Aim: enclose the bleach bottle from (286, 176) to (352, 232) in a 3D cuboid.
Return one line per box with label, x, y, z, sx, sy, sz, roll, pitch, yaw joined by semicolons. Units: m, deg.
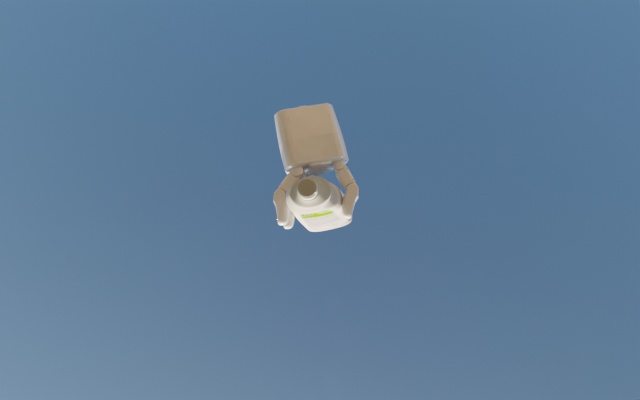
bleach bottle;0.000;0.003;0.832;0.102;0.068;0.251;-15;-12;3
